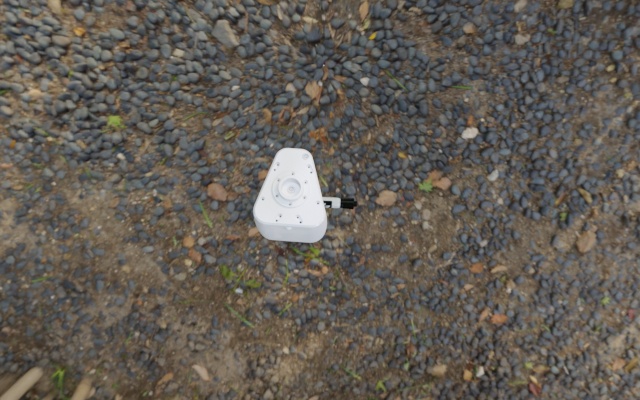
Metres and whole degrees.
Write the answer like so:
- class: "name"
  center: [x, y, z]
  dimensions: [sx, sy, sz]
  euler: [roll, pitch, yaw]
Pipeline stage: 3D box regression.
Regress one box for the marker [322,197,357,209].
- class: "marker"
  center: [0.000, 0.003, 0.788]
  dimensions: [0.121, 0.020, 0.020]
  euler: [3, 0, -1]
